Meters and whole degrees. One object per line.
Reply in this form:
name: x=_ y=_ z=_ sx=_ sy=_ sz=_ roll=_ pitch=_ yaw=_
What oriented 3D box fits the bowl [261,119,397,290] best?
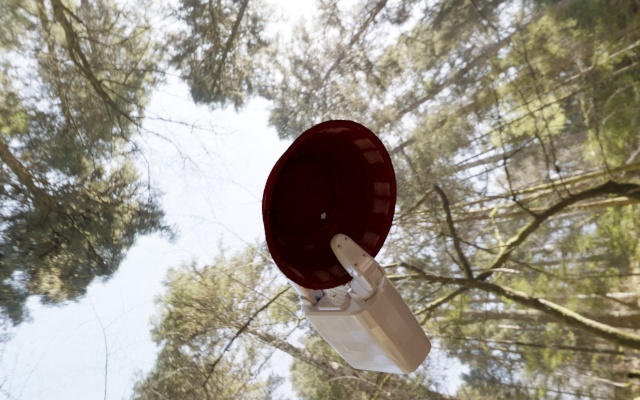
bowl: x=-0.001 y=0.000 z=0.465 sx=0.162 sy=0.162 sz=0.055 roll=0 pitch=10 yaw=-39
